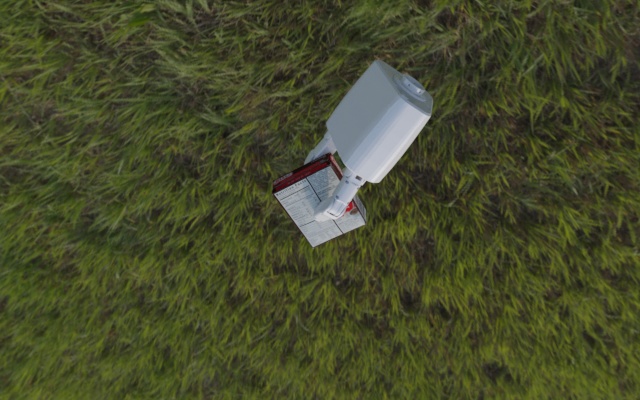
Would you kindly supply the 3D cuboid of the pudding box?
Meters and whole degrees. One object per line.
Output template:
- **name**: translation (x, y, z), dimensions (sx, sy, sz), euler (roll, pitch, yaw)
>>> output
- **pudding box**: translation (0.000, 0.002, 0.648), dimensions (0.090, 0.113, 0.039), euler (-25, 30, 15)
